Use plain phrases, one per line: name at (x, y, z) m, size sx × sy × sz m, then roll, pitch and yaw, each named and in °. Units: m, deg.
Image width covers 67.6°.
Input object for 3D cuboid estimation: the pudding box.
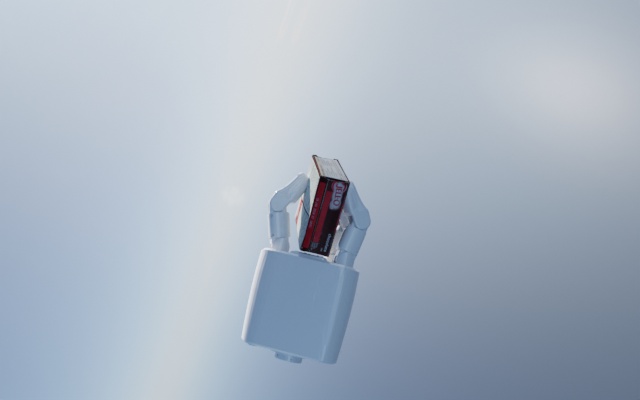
pudding box at (0.000, 0.002, 0.562) m, size 0.039 × 0.090 × 0.113 m, roll 13°, pitch 16°, yaw -11°
